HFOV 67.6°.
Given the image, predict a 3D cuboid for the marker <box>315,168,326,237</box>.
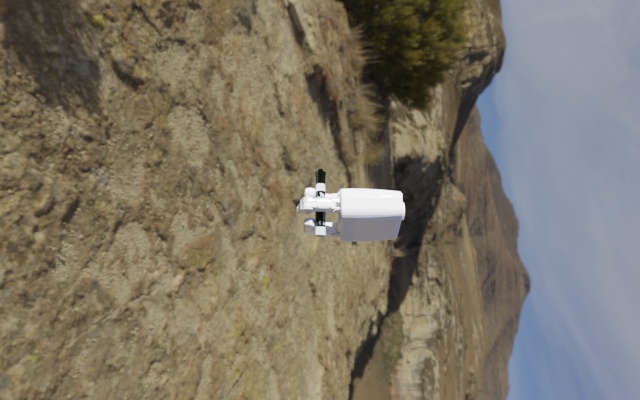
[{"bbox_3d":[0.000,0.003,0.838,0.020,0.121,0.020,0,-14,0],"label":"marker"}]
